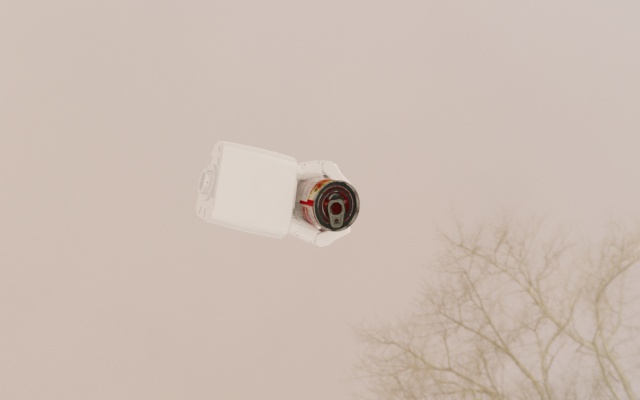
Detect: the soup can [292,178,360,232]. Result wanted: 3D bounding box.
[{"bbox_3d":[0.000,0.002,0.664,0.068,0.068,0.102,0,6,-26],"label":"soup can"}]
